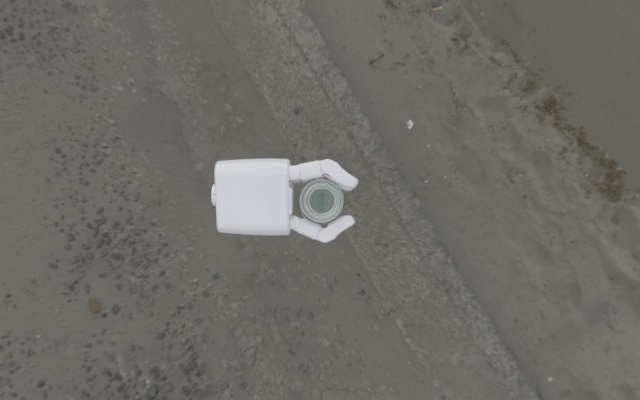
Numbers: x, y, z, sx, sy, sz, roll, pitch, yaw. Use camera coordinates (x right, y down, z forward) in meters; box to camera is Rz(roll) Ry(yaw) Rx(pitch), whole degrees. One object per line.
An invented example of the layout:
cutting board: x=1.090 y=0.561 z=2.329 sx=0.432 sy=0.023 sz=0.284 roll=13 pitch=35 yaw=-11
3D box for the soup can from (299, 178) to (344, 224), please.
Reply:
soup can: x=0.001 y=0.003 z=0.734 sx=0.068 sy=0.068 sz=0.102 roll=0 pitch=-3 yaw=-1
